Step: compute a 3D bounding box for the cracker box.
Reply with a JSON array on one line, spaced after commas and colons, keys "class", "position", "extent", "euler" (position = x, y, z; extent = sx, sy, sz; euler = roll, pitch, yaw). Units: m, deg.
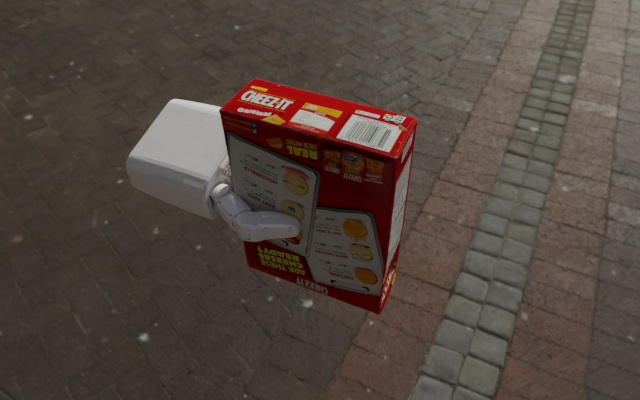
[{"class": "cracker box", "position": [0.000, 0.002, 0.475], "extent": [0.164, 0.214, 0.072], "euler": [17, 47, 19]}]
